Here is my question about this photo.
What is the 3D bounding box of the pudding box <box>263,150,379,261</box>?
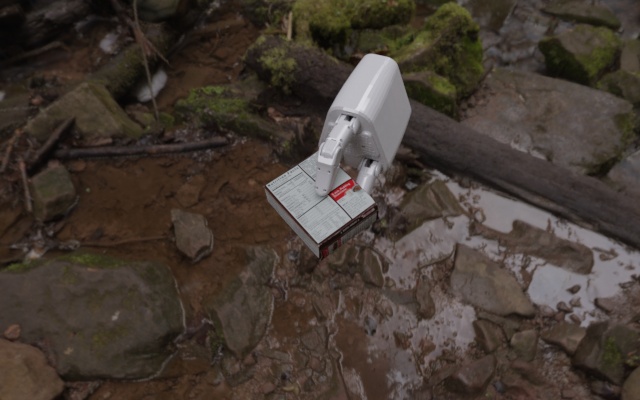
[{"bbox_3d":[0.000,0.002,0.567,0.090,0.113,0.039,-35,-32,-15],"label":"pudding box"}]
